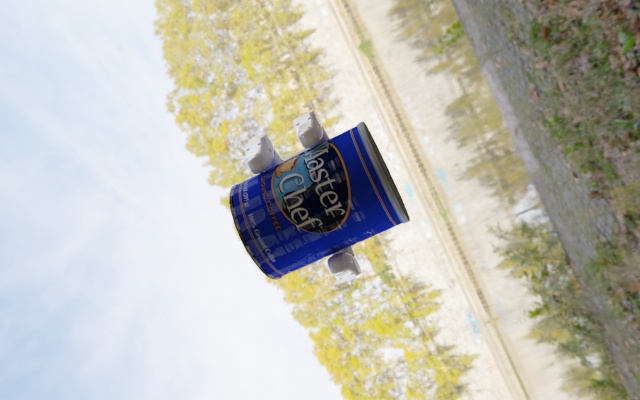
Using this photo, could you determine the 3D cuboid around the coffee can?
[{"bbox_3d":[0.000,0.002,0.456,0.140,0.103,0.103,-25,-5,11],"label":"coffee can"}]
